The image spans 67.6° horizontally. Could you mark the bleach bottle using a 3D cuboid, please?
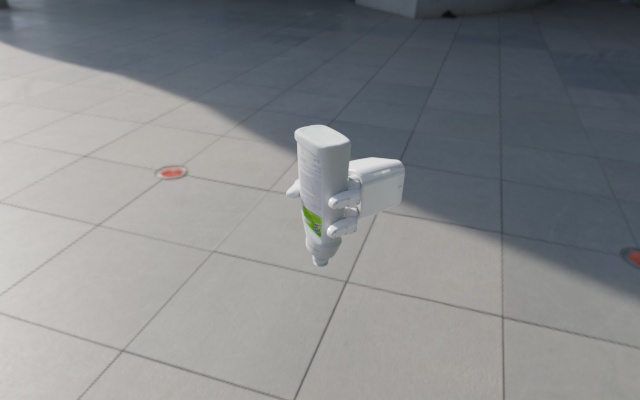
[{"bbox_3d":[0.000,0.003,0.840,0.068,0.251,0.102,-16,34,-30],"label":"bleach bottle"}]
